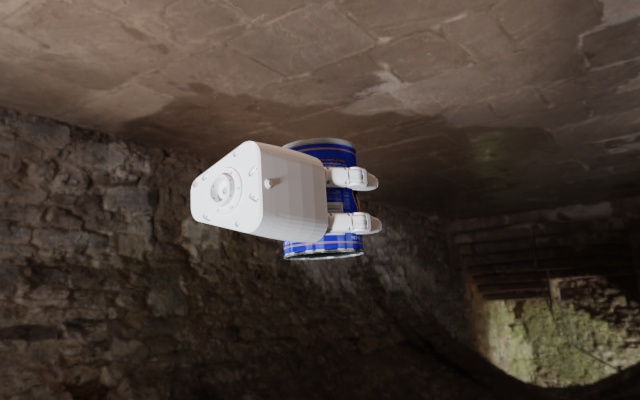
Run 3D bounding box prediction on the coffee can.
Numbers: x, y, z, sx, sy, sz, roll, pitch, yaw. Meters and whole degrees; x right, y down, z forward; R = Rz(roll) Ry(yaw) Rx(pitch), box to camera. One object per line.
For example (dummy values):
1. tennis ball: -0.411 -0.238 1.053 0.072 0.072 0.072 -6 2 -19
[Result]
1. coffee can: 0.000 0.002 0.616 0.103 0.140 0.103 -4 -11 -1
